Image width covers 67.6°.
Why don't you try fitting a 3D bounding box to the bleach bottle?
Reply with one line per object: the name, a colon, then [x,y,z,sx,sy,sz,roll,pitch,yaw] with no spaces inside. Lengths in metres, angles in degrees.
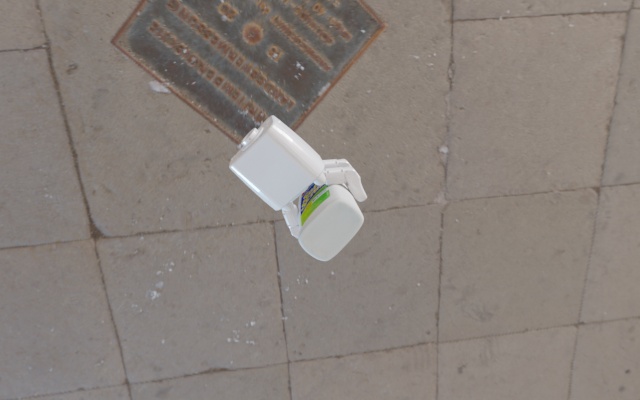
bleach bottle: [0.000,0.003,0.808,0.068,0.102,0.250,41,9,-19]
